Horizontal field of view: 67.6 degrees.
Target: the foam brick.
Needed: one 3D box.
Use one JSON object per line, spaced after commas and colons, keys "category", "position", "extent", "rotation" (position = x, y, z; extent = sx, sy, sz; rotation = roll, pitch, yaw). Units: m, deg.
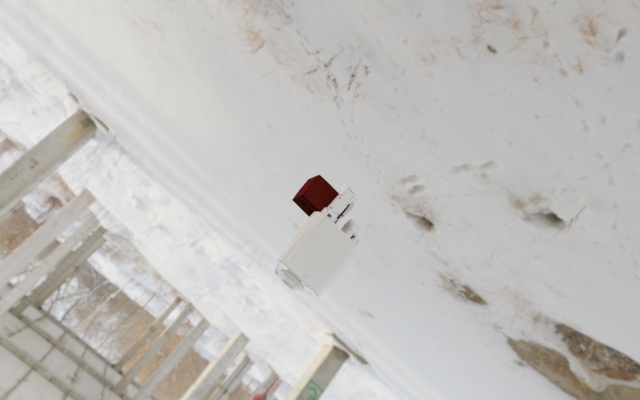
{"category": "foam brick", "position": [0.000, 0.002, 0.819], "extent": [0.078, 0.051, 0.053], "rotation": [45, -21, -10]}
